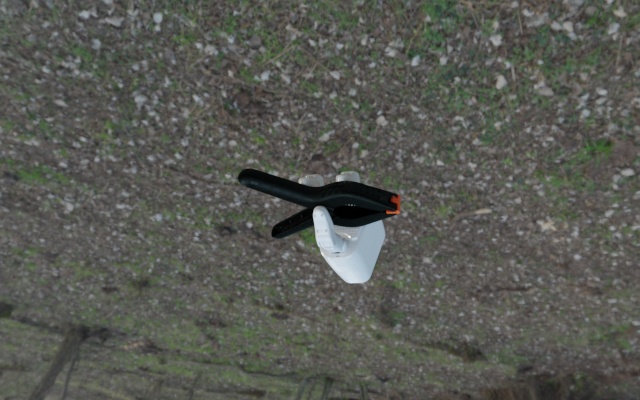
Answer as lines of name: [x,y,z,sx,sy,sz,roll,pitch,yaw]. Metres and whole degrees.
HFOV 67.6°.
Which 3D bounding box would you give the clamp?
clamp: [0.001,0.003,0.648,0.210,0.036,0.165,-5,-32,19]
